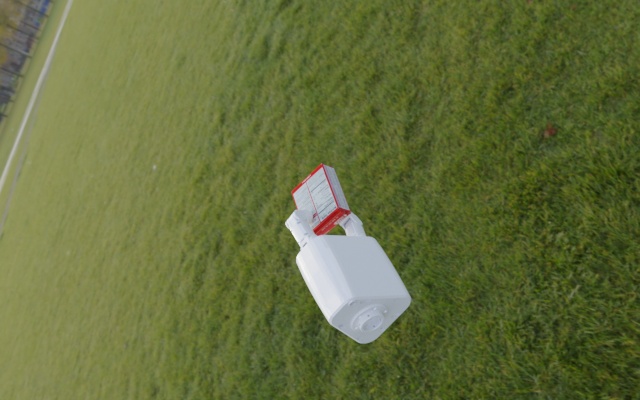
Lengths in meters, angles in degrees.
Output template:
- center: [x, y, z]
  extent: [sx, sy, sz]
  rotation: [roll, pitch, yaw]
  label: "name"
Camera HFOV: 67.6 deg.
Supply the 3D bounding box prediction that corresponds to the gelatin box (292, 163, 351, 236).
- center: [0.000, 0.002, 0.705]
  extent: [0.030, 0.089, 0.073]
  rotation: [17, -48, -43]
  label: "gelatin box"
